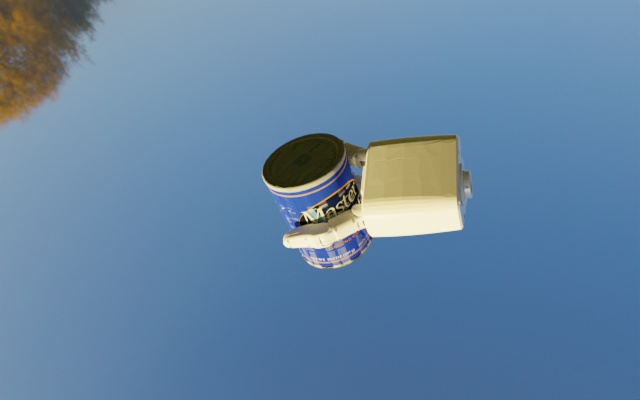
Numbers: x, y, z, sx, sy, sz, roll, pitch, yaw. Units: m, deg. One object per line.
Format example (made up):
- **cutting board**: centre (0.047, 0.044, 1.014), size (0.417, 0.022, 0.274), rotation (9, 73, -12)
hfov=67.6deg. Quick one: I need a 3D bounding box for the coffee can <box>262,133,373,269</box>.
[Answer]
- **coffee can**: centre (0.000, 0.002, 0.601), size (0.103, 0.140, 0.102), rotation (-14, 39, 12)
